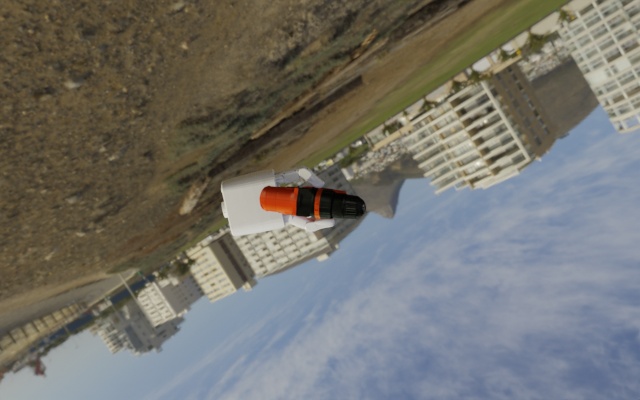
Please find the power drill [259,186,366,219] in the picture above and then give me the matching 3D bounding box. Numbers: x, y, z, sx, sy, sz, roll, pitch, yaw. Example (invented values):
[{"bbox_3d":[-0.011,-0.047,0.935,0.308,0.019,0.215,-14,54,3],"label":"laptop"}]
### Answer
[{"bbox_3d":[0.000,0.003,0.880,0.184,0.057,0.187,7,0,12],"label":"power drill"}]
